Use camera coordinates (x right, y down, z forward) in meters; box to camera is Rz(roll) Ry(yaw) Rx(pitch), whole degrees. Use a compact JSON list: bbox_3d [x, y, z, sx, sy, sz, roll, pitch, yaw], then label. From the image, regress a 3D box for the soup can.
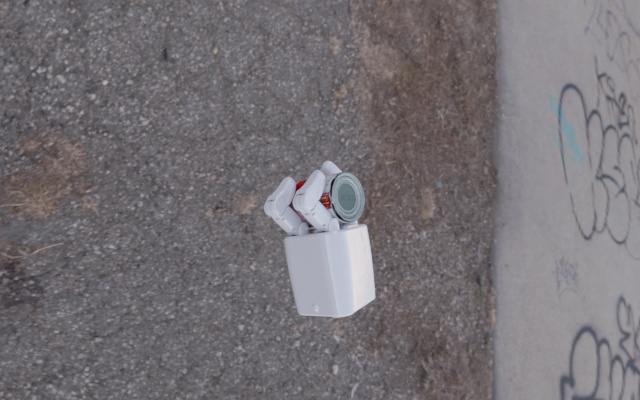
[{"bbox_3d":[0.000,0.002,0.645,0.102,0.068,0.068,-10,-7,43],"label":"soup can"}]
